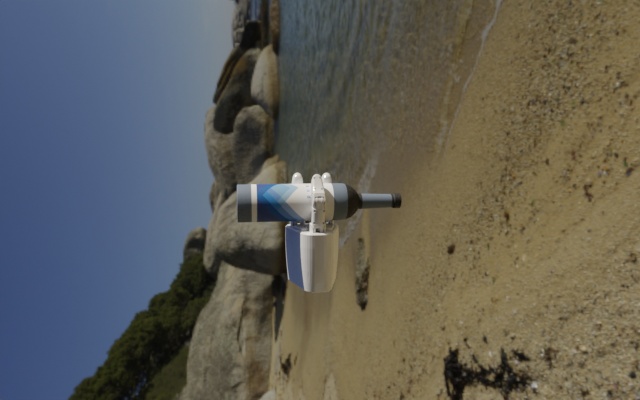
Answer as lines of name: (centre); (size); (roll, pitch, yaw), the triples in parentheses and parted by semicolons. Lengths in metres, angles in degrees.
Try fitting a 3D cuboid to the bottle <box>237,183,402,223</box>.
bottle: (0.000, 0.003, 0.856); (0.296, 0.069, 0.069); (-1, 0, -9)
